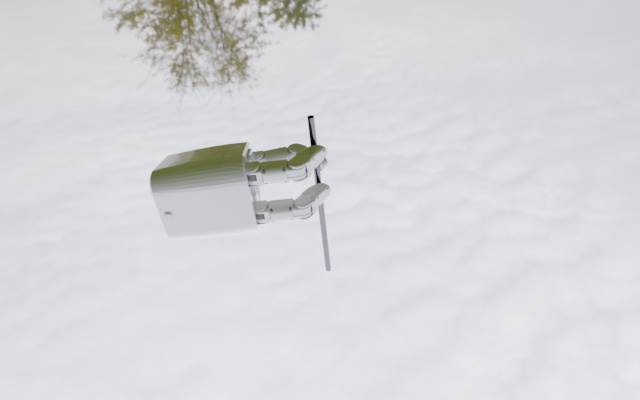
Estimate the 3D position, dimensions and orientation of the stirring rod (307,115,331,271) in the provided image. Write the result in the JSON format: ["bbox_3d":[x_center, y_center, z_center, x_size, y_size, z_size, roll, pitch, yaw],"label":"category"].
[{"bbox_3d":[0.000,0.002,0.610,0.011,0.240,0.011,-4,36,3],"label":"stirring rod"}]
